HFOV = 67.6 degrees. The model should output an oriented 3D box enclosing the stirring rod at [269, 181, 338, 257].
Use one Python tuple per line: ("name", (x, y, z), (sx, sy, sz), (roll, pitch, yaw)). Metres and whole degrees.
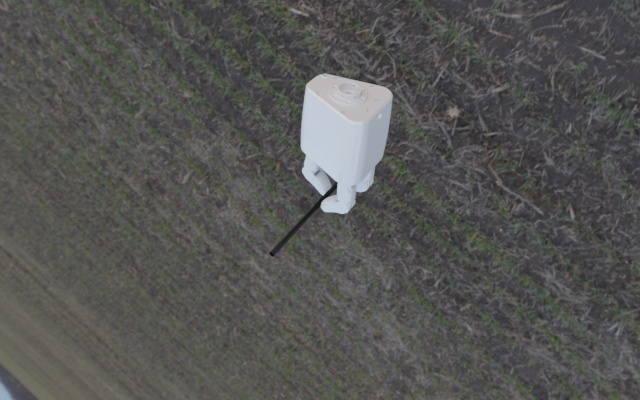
("stirring rod", (0.000, 0.002, 0.720), (0.011, 0.011, 0.239), (0, 36, 44))
